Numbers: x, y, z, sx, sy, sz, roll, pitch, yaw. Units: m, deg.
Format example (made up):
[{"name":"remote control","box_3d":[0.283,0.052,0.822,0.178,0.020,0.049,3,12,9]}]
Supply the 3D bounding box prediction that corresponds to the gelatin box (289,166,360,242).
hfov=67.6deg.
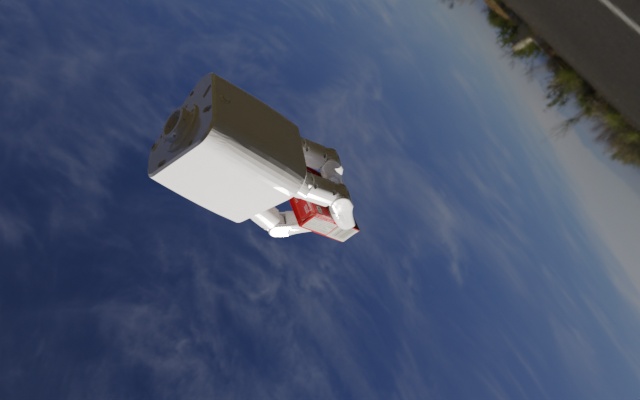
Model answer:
[{"name":"gelatin box","box_3d":[0.000,0.002,0.542,0.030,0.073,0.089,-36,-34,22]}]
